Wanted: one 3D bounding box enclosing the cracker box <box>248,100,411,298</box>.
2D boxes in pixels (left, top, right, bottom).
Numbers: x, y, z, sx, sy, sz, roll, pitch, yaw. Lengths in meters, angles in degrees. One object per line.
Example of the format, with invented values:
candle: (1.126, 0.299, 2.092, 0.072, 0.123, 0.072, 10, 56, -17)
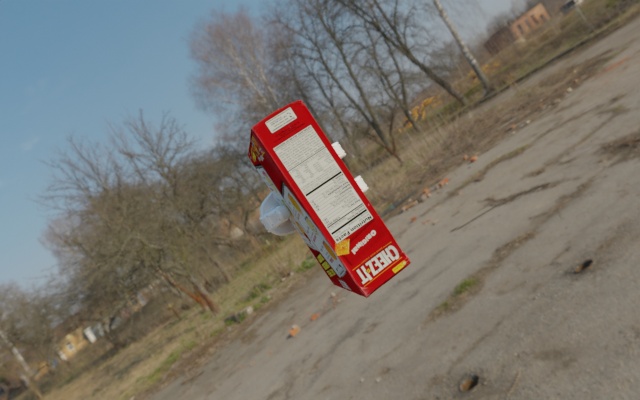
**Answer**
cracker box: (0.000, 0.002, 0.570, 0.072, 0.213, 0.164, -35, 2, -11)
